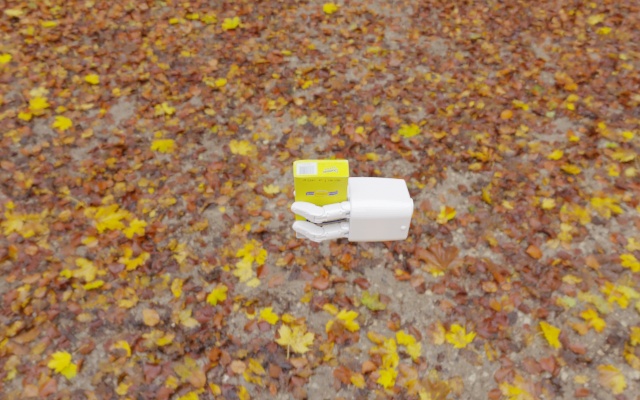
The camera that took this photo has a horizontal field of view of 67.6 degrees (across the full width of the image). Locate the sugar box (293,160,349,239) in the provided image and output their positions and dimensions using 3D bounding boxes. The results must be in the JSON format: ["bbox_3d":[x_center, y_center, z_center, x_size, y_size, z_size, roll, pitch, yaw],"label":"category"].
[{"bbox_3d":[0.000,0.003,0.858,0.093,0.048,0.176,0,-42,0],"label":"sugar box"}]
